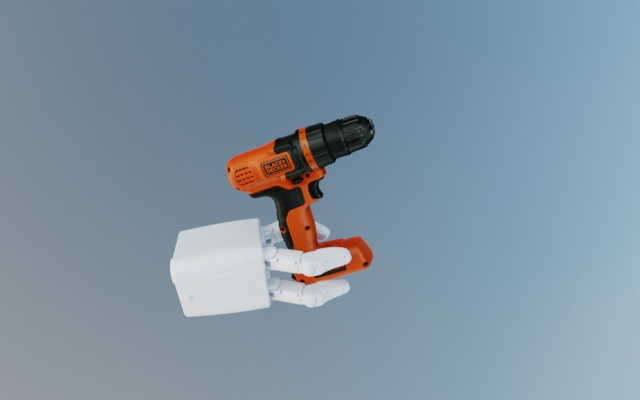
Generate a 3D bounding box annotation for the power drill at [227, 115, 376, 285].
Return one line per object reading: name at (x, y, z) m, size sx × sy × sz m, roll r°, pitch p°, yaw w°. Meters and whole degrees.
power drill at (0.000, 0.002, 0.587) m, size 0.184 × 0.188 × 0.057 m, roll -17°, pitch 18°, yaw 15°
